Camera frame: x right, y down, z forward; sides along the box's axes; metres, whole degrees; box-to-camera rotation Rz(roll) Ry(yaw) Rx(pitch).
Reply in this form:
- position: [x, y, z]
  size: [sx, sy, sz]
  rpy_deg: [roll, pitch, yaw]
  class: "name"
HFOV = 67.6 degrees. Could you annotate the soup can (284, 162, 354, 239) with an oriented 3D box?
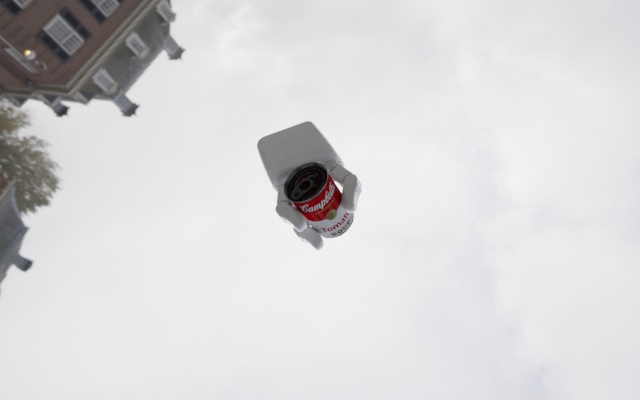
- position: [0.001, 0.003, 0.694]
  size: [0.068, 0.068, 0.102]
  rpy_deg: [0, -34, 30]
  class: "soup can"
